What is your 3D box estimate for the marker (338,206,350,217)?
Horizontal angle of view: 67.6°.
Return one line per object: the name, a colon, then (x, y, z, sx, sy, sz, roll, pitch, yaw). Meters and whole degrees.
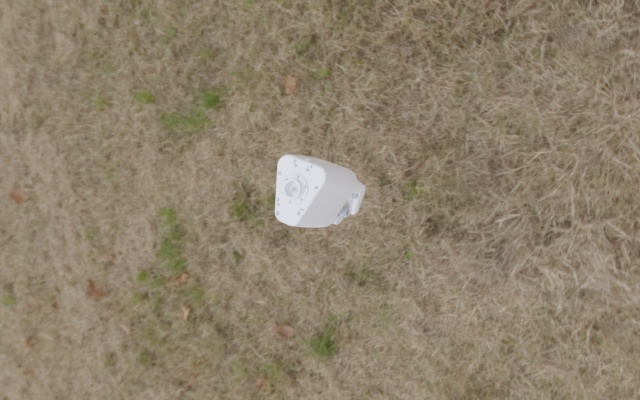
marker: (0.000, 0.003, 0.884, 0.121, 0.020, 0.020, 21, 10, 29)
